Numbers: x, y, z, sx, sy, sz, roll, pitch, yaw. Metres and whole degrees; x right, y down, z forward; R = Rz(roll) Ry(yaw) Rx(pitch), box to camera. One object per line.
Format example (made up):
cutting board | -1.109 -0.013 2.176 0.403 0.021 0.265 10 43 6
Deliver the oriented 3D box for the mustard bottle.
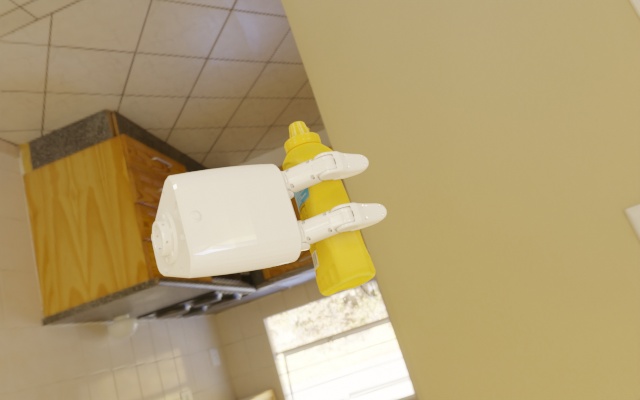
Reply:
mustard bottle | 0.000 0.002 0.517 0.058 0.191 0.096 -15 -16 -11
